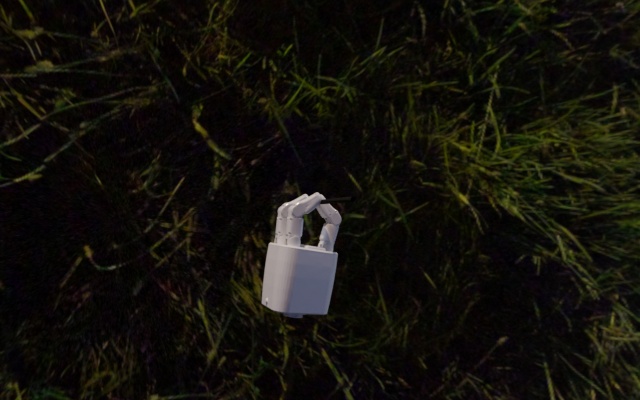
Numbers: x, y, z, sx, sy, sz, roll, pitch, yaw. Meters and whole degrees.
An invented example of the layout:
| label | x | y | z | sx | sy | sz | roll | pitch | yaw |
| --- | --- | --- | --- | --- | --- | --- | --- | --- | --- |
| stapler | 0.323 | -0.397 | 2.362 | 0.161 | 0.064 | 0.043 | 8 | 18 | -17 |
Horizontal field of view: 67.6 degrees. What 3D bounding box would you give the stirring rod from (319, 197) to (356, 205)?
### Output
| label | x | y | z | sx | sy | sz | roll | pitch | yaw |
| --- | --- | --- | --- | --- | --- | --- | --- | --- | --- |
| stirring rod | 0.000 | 0.003 | 0.786 | 0.011 | 0.011 | 0.239 | 0 | -2 | -23 |
